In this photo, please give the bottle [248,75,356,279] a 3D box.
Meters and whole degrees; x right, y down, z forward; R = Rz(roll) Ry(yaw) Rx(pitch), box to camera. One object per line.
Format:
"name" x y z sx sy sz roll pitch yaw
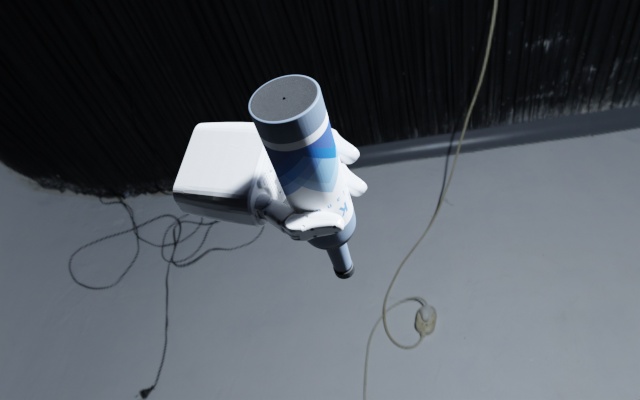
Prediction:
"bottle" 0.000 0.002 0.531 0.069 0.069 0.296 0 -39 16
